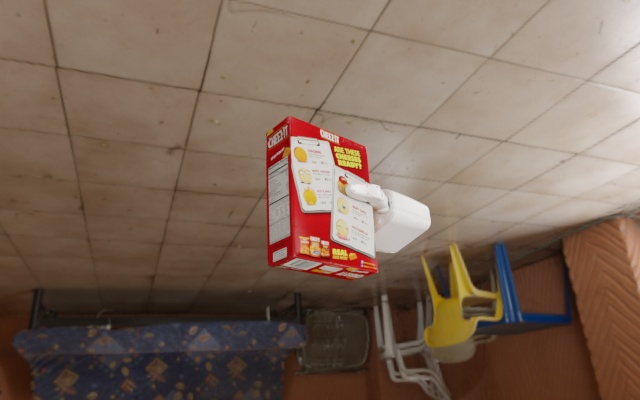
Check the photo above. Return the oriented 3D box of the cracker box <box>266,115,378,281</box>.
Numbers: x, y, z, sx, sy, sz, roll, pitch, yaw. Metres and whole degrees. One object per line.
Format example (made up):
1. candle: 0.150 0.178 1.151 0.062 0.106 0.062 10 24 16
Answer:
1. cracker box: 0.000 0.002 0.717 0.164 0.213 0.072 16 -30 -39
